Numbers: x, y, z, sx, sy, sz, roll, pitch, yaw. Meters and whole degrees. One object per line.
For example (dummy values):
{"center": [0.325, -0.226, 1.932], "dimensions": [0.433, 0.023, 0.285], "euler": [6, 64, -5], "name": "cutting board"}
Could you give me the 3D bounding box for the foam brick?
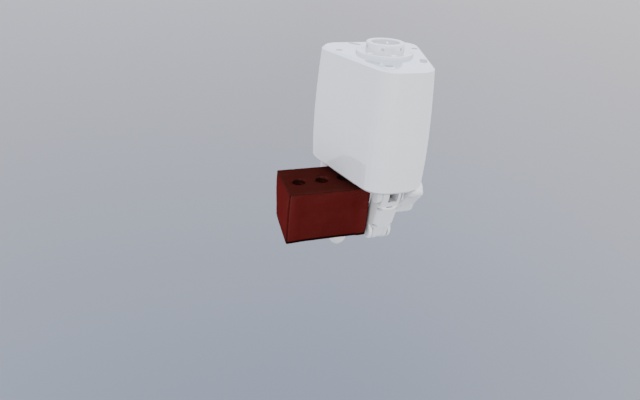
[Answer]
{"center": [0.000, 0.002, 0.449], "dimensions": [0.078, 0.051, 0.053], "euler": [-6, 33, -16], "name": "foam brick"}
